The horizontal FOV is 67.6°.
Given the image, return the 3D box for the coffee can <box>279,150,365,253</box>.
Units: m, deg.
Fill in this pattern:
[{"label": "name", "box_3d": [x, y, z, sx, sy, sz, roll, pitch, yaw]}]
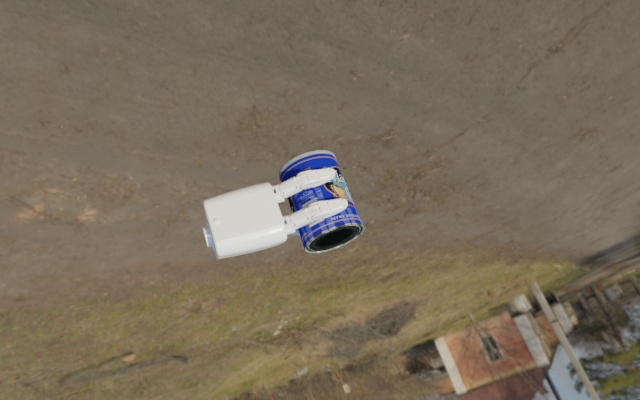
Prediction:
[{"label": "coffee can", "box_3d": [0.000, 0.002, 0.790, 0.103, 0.140, 0.103, -18, -22, -8]}]
